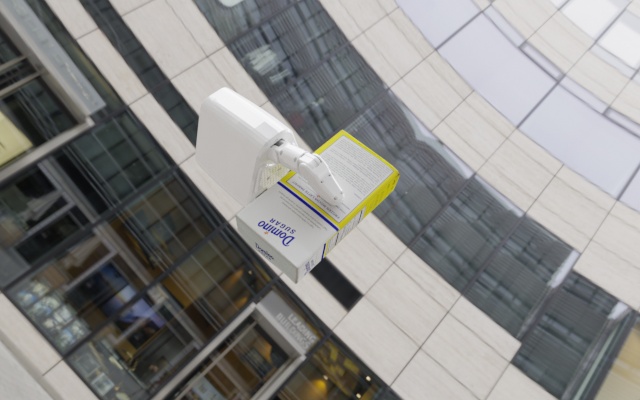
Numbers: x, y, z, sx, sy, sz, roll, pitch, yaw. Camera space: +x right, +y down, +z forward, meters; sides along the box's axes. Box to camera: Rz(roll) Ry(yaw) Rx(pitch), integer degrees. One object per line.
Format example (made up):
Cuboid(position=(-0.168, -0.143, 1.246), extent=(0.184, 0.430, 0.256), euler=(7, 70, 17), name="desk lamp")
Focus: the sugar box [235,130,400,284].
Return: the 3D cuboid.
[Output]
Cuboid(position=(0.000, 0.002, 0.541), extent=(0.093, 0.176, 0.048), euler=(39, -27, 19), name="sugar box")
